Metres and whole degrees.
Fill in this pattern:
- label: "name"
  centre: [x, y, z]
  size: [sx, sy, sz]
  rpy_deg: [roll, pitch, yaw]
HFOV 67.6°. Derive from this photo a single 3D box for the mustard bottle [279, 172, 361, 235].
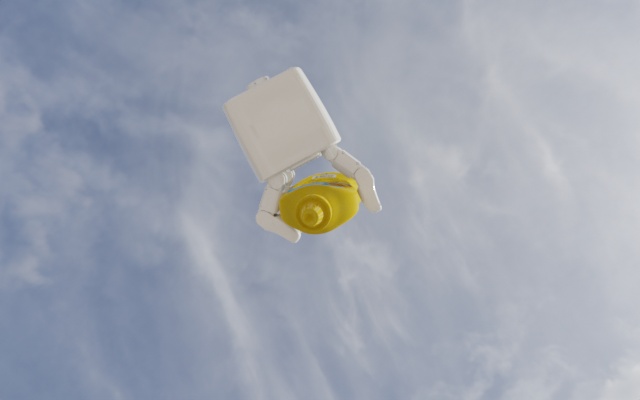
- label: "mustard bottle"
  centre: [0.000, 0.002, 0.594]
  size: [0.096, 0.058, 0.191]
  rpy_deg: [-3, 9, 7]
